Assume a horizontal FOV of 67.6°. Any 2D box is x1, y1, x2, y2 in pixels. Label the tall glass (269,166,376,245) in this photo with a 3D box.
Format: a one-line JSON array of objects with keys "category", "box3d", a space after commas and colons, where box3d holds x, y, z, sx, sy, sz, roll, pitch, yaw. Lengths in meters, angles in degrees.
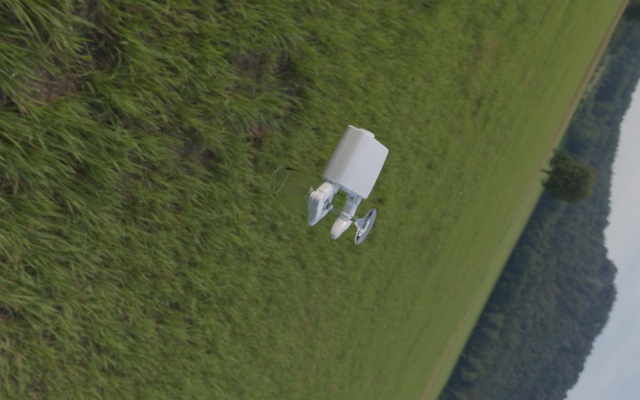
[{"category": "tall glass", "box3d": [0.001, 0.003, 0.895, 0.201, 0.079, 0.079, 28, 10, 20]}]
